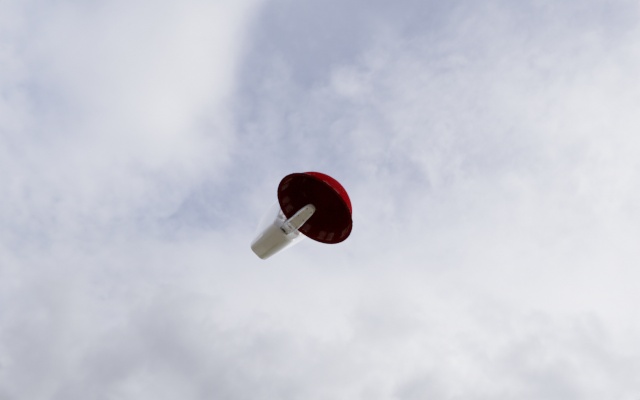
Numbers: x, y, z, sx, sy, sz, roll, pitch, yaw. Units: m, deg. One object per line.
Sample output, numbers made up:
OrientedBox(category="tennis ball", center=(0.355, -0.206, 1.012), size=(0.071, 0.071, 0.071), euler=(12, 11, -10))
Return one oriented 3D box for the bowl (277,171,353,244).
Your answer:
OrientedBox(category="bowl", center=(0.001, 0.002, 0.888), size=(0.162, 0.162, 0.055), euler=(0, 35, 39))
